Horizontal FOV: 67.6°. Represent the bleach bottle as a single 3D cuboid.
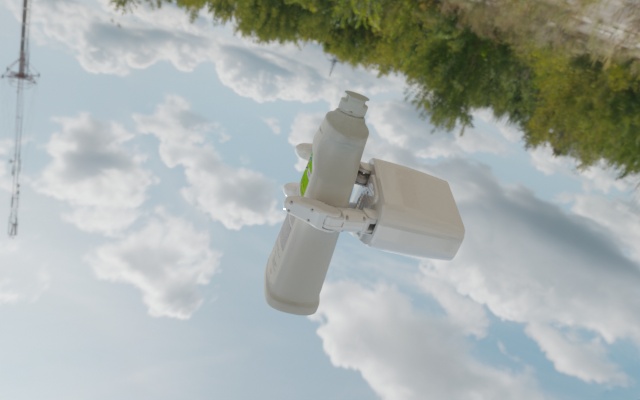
[{"bbox_3d":[0.000,0.002,0.542,0.068,0.251,0.102,14,24,-15],"label":"bleach bottle"}]
